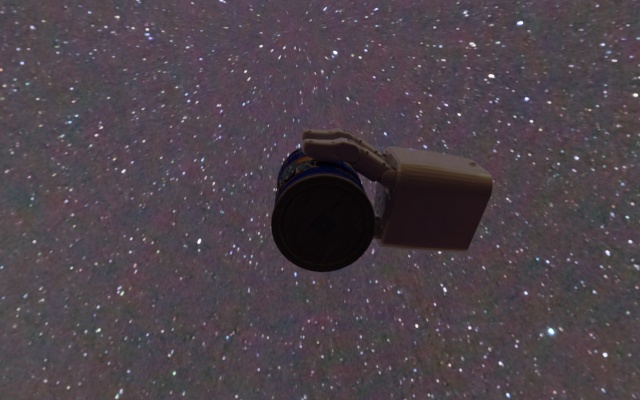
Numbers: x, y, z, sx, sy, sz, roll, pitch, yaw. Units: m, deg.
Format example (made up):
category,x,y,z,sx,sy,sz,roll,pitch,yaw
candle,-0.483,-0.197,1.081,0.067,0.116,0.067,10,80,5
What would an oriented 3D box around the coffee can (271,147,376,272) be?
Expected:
category,x,y,z,sx,sy,sz,roll,pitch,yaw
coffee can,0.000,0.002,0.531,0.103,0.103,0.140,0,20,-3
